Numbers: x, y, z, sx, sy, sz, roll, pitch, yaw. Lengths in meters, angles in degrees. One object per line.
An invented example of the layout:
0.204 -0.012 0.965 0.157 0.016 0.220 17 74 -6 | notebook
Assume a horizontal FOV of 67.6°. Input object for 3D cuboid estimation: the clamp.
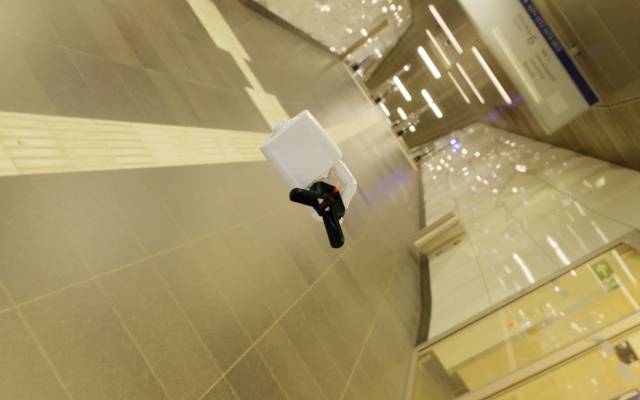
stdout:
0.001 0.002 0.821 0.039 0.120 0.171 -34 16 15 | clamp
